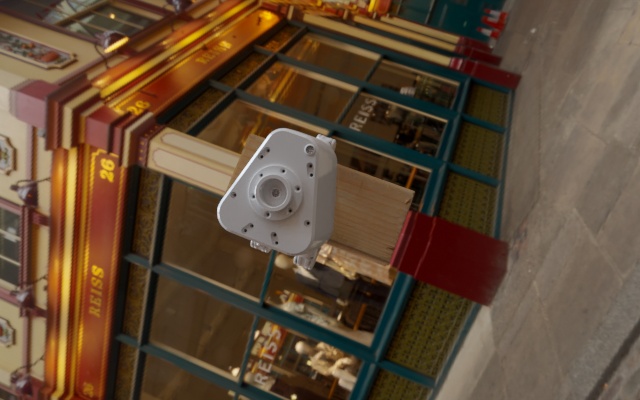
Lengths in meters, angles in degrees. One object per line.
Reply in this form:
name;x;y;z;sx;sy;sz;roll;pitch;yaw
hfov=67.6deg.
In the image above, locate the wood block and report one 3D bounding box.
wood block;0.000;0.002;0.590;0.206;0.091;0.090;21;-7;7
